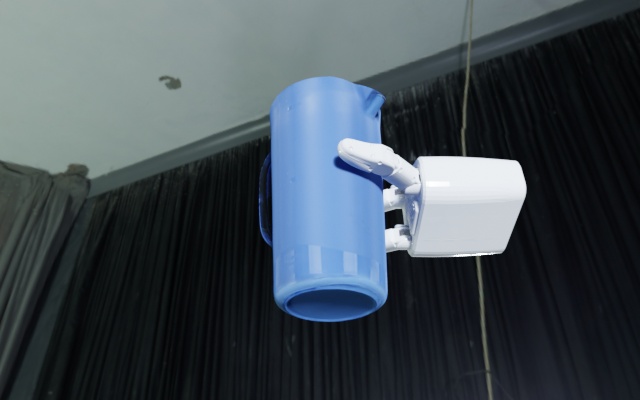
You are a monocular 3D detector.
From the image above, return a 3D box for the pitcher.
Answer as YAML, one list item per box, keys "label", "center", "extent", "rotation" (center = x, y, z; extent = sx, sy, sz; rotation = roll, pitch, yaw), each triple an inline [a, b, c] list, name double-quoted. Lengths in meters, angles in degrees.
- label: "pitcher"
  center: [0.000, 0.002, 0.518]
  extent: [0.145, 0.242, 0.149]
  rotation: [1, -33, -3]
